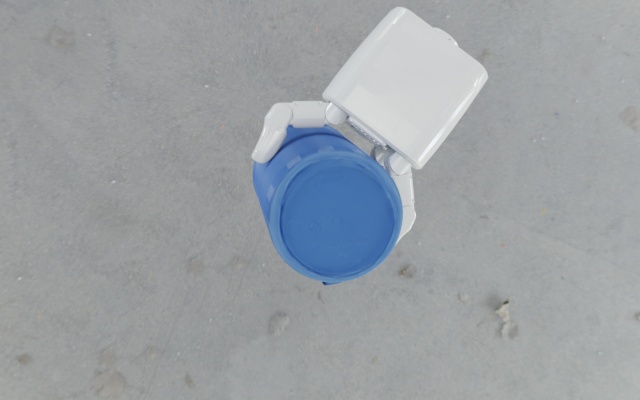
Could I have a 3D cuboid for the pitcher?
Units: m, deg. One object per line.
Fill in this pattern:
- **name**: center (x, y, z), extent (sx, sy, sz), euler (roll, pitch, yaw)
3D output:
- **pitcher**: center (0.000, 0.001, 0.484), extent (0.149, 0.145, 0.242), euler (37, 5, -13)
